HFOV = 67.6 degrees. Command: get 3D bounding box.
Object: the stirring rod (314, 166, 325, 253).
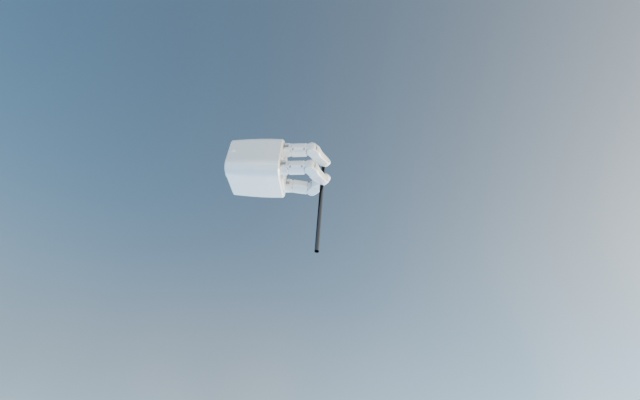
[{"bbox_3d":[0.000,0.003,0.892,0.011,0.011,0.239,0,44,4],"label":"stirring rod"}]
